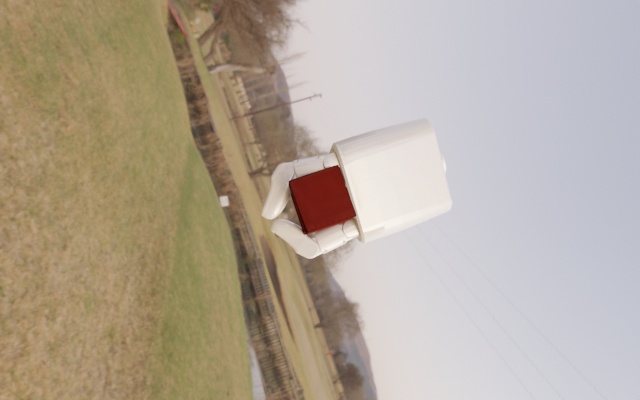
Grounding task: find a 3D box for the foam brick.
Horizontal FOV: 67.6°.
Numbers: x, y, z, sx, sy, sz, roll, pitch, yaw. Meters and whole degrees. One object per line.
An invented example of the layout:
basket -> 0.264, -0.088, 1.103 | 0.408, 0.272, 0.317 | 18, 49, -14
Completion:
foam brick -> 0.000, 0.002, 0.477 | 0.051, 0.053, 0.078 | -18, -4, -4
